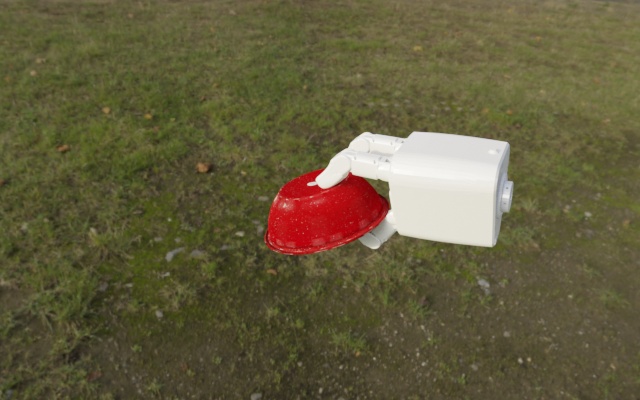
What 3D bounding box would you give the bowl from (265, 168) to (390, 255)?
[{"bbox_3d":[-0.001,0.002,0.590,0.162,0.055,0.162,-16,21,6],"label":"bowl"}]
